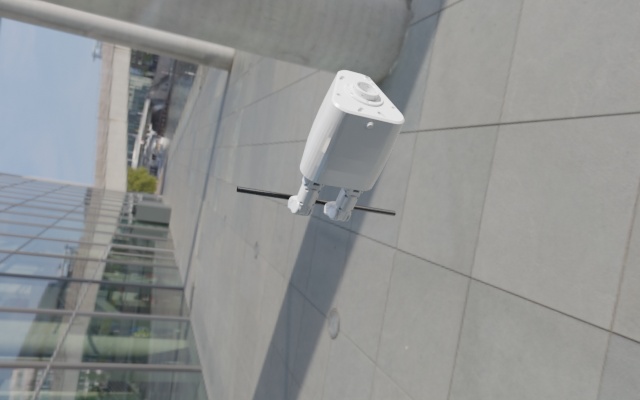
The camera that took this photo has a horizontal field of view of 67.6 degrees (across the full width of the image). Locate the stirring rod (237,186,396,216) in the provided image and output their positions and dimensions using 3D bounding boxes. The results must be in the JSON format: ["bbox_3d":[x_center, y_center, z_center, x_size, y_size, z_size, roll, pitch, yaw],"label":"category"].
[{"bbox_3d":[0.000,0.002,0.681,0.239,0.011,0.011,9,-3,-20],"label":"stirring rod"}]
